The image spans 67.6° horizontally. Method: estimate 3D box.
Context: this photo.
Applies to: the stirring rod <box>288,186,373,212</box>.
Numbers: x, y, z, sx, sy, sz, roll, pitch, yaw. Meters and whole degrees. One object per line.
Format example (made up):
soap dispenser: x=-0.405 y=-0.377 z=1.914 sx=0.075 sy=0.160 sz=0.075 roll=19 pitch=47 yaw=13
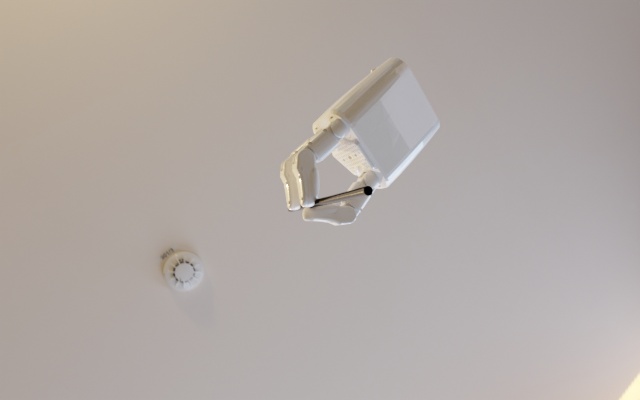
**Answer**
stirring rod: x=0.000 y=0.002 z=0.491 sx=0.011 sy=0.011 sz=0.239 roll=0 pitch=-4 yaw=-18
